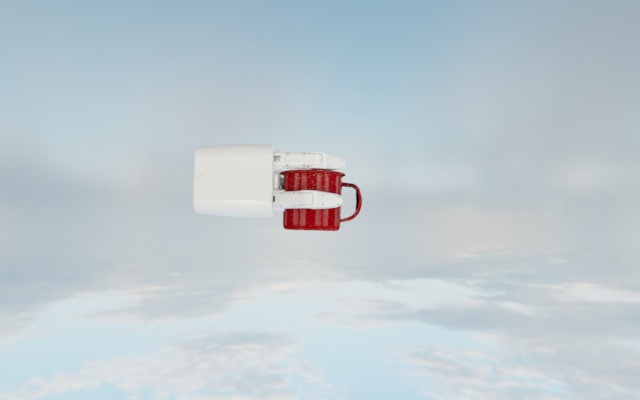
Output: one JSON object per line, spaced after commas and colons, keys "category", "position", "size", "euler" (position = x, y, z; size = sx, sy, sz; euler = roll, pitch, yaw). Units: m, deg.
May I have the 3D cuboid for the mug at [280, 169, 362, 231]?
{"category": "mug", "position": [0.002, 0.002, 0.675], "size": [0.117, 0.081, 0.093], "euler": [1, -4, 2]}
